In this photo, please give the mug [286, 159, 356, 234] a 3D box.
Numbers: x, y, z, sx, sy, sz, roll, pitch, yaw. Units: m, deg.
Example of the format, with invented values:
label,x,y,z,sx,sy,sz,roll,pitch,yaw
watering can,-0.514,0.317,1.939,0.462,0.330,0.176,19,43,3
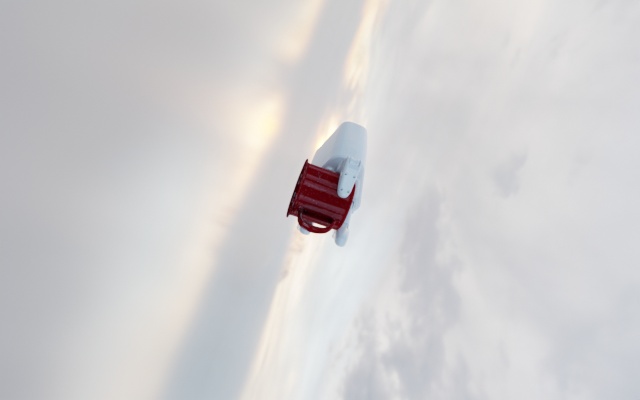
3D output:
label,x,y,z,sx,sy,sz,roll,pitch,yaw
mug,0.000,0.003,0.706,0.081,0.093,0.117,20,42,-6
